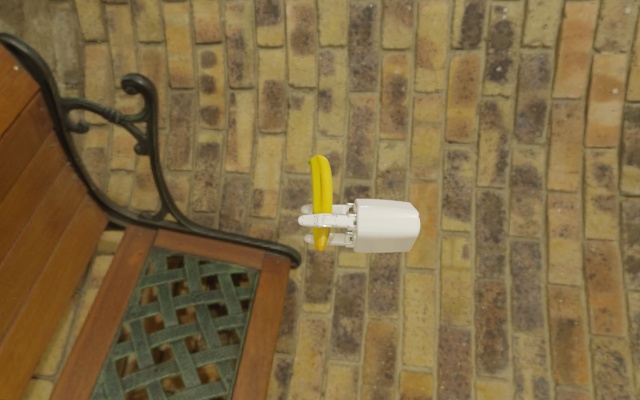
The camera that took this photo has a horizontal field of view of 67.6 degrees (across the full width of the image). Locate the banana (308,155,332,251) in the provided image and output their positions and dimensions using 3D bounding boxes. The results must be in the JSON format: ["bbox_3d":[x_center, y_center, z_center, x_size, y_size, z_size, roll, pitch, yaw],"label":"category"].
[{"bbox_3d":[0.002,-0.010,0.861,0.037,0.197,0.070,0,-31,-6],"label":"banana"}]
